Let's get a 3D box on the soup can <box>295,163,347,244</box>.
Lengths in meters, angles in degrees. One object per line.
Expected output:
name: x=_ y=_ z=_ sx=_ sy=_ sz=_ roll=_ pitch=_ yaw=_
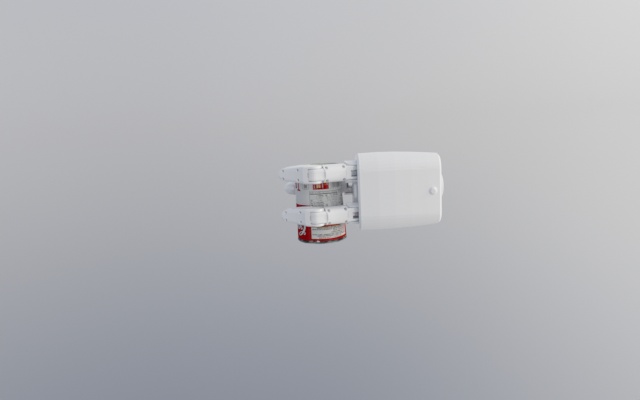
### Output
soup can: x=0.000 y=0.002 z=0.653 sx=0.068 sy=0.102 sz=0.068 roll=-3 pitch=10 yaw=0
